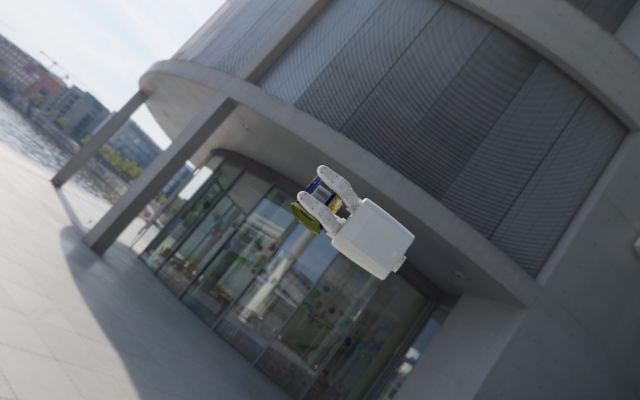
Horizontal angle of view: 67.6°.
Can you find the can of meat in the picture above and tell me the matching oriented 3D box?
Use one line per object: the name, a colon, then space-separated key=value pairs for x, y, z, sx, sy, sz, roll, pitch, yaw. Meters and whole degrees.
can of meat: x=0.000 y=0.002 z=0.819 sx=0.057 sy=0.084 sz=0.102 roll=36 pitch=-13 yaw=13
